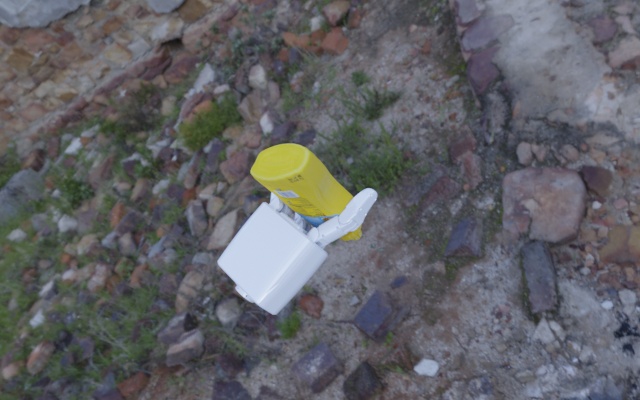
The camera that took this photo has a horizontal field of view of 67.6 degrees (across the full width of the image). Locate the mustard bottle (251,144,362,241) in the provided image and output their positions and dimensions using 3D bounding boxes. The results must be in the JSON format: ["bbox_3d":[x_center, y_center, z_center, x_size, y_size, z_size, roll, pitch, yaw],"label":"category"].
[{"bbox_3d":[0.000,0.002,0.640,0.096,0.058,0.192,1,-31,41],"label":"mustard bottle"}]
